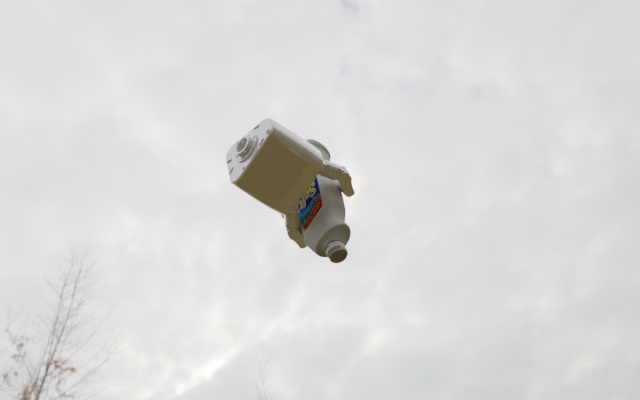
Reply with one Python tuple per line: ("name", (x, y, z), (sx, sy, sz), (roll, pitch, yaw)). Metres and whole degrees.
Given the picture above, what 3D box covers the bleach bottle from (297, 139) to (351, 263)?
("bleach bottle", (0.000, 0.003, 0.802), (0.068, 0.102, 0.250), (32, 22, -36))
